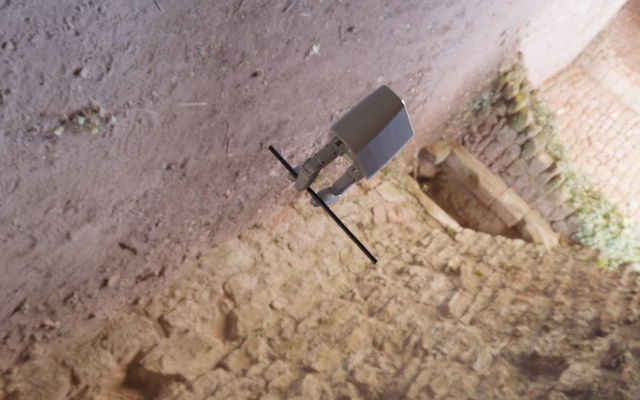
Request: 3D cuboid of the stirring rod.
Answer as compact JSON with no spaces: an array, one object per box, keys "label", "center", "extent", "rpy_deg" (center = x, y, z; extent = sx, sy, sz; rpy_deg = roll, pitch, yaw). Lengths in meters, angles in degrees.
[{"label":"stirring rod","center":[0.000,0.002,0.704],"extent":[0.011,0.239,0.011],"rpy_deg":[-39,-17,-14]}]
